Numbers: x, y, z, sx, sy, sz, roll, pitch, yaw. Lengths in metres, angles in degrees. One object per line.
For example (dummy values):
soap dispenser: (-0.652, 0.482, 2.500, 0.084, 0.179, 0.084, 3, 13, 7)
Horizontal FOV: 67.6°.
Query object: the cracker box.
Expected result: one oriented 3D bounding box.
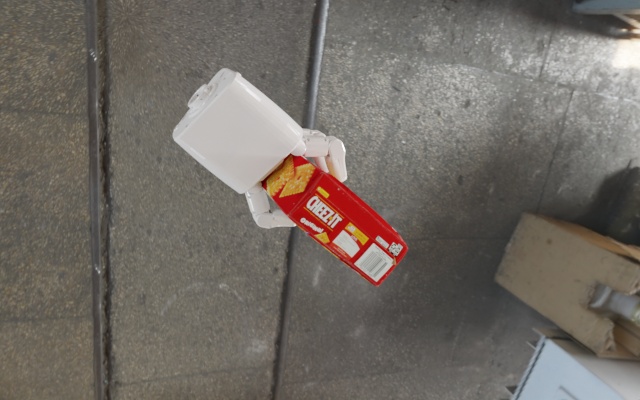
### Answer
cracker box: (0.000, 0.002, 0.635, 0.164, 0.072, 0.213, 40, 2, -29)
